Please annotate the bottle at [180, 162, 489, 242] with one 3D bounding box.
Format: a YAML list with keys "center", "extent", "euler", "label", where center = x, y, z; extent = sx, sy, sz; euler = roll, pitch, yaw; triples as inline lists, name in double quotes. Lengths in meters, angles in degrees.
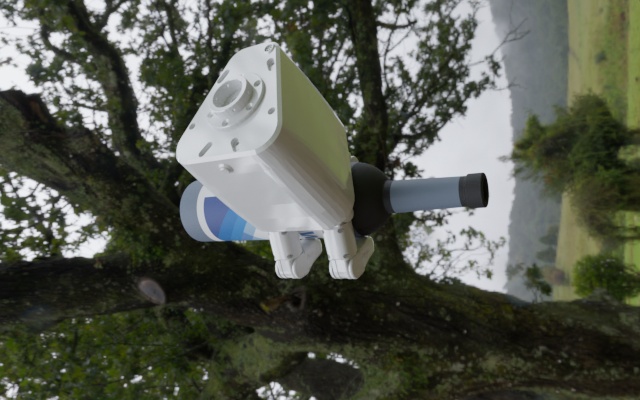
- center: [0.000, 0.001, 0.441]
  extent: [0.296, 0.069, 0.069]
  euler: [-4, -2, 30]
  label: "bottle"
